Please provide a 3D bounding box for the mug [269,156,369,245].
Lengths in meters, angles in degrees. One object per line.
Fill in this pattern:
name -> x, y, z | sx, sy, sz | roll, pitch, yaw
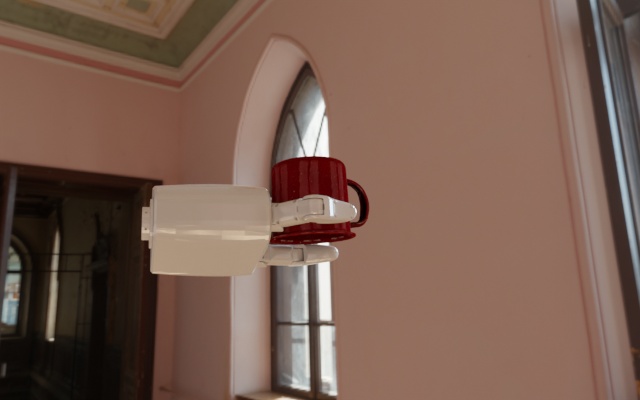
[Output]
mug -> 0.001, 0.001, 0.516 | 0.117, 0.081, 0.093 | 1, -12, -22
